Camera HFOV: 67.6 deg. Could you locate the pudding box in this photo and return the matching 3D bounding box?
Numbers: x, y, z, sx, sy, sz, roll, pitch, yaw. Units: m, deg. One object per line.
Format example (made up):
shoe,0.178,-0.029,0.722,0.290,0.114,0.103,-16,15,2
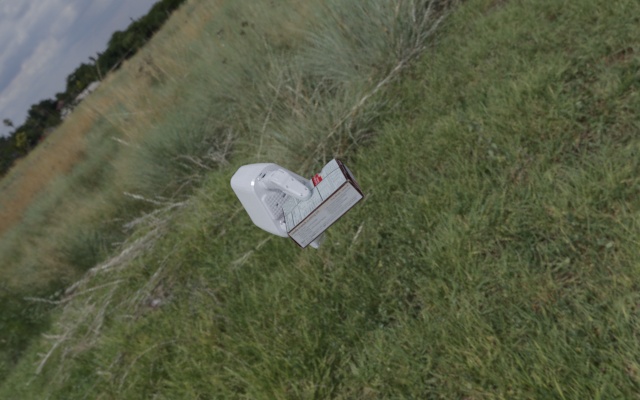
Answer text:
pudding box,0.000,0.002,0.659,0.039,0.113,0.090,42,12,-25
